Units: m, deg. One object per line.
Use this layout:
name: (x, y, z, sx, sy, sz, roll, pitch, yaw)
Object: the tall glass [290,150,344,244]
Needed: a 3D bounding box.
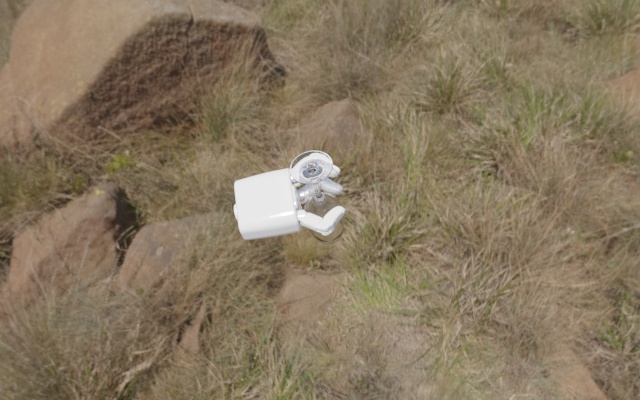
tall glass: (0.000, 0.002, 0.878, 0.079, 0.079, 0.201, 0, -37, 12)
